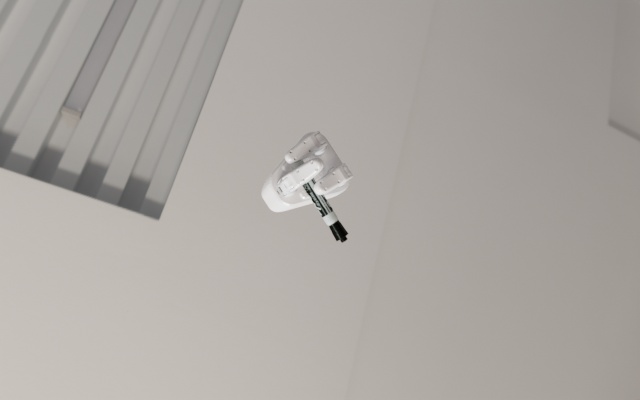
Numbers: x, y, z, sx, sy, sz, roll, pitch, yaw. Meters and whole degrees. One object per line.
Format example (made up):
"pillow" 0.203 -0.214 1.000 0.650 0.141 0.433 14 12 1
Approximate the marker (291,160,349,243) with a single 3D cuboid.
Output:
"marker" 0.000 0.002 0.626 0.020 0.121 0.020 -32 1 1
